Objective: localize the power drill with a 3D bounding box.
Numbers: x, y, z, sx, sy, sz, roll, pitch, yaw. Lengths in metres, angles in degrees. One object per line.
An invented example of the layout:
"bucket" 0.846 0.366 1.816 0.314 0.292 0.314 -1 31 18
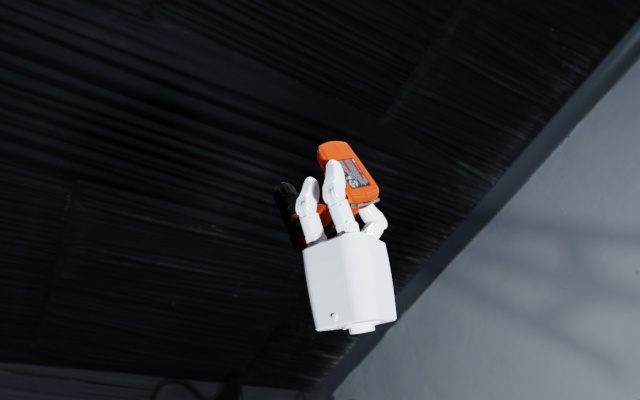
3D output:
"power drill" 0.000 0.002 0.714 0.057 0.184 0.188 -15 -31 -34
